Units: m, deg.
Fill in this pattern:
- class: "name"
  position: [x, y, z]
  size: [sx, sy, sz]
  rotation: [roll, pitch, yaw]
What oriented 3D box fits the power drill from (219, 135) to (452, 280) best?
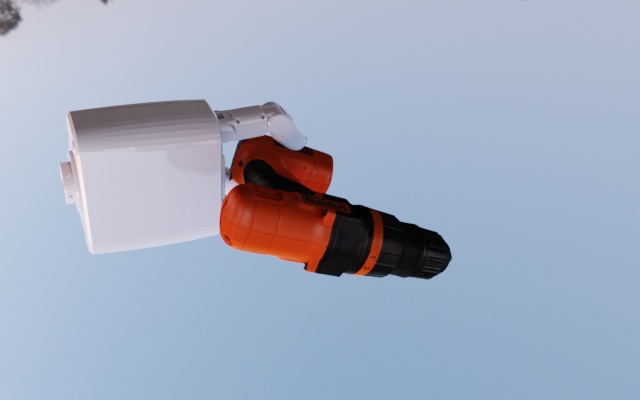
- class: "power drill"
  position: [0.000, 0.001, 0.413]
  size: [0.184, 0.057, 0.187]
  rotation: [15, 15, -22]
